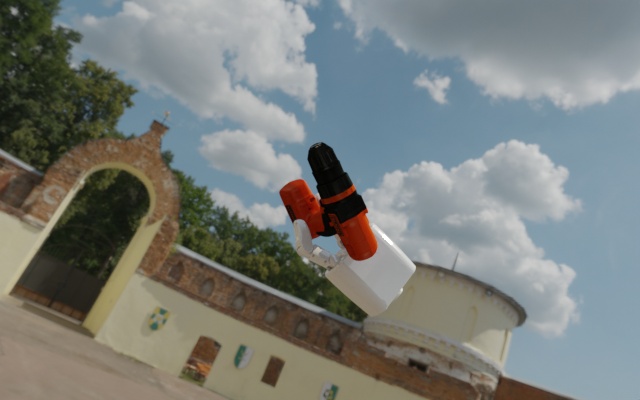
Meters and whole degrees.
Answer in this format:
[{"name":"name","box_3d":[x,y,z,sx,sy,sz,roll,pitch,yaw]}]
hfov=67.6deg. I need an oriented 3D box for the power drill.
[{"name":"power drill","box_3d":[0.000,0.003,0.748,0.057,0.184,0.187,-28,12,-22]}]
